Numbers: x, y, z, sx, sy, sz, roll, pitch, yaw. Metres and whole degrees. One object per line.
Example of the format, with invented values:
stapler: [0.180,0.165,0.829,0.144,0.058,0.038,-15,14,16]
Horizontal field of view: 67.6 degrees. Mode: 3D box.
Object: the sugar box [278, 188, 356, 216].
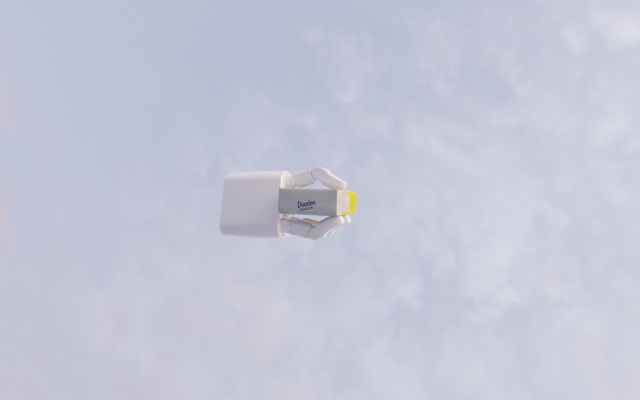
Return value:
sugar box: [0.000,0.003,0.788,0.093,0.048,0.176,2,3,14]
